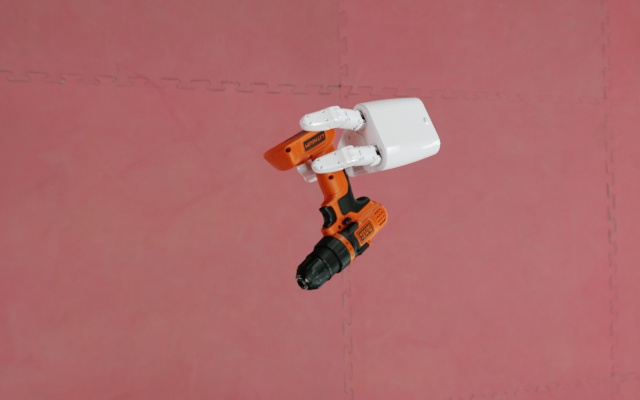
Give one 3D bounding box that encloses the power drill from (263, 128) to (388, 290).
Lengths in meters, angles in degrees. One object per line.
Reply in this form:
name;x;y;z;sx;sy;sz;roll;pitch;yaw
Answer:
power drill;0.000;0.002;0.640;0.057;0.188;0.184;-11;22;45
